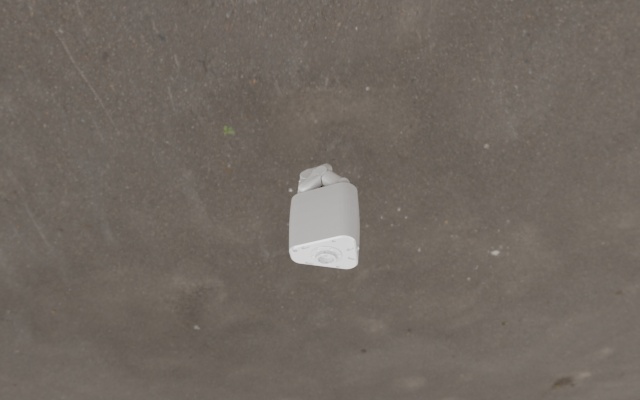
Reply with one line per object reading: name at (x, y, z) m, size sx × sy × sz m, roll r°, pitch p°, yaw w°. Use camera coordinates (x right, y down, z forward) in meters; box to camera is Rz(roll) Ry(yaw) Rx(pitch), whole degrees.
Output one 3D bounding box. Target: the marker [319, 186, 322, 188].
marker at (0.000, 0.003, 0.863) m, size 0.020 × 0.020 × 0.121 m, roll 0°, pitch -39°, yaw 10°
